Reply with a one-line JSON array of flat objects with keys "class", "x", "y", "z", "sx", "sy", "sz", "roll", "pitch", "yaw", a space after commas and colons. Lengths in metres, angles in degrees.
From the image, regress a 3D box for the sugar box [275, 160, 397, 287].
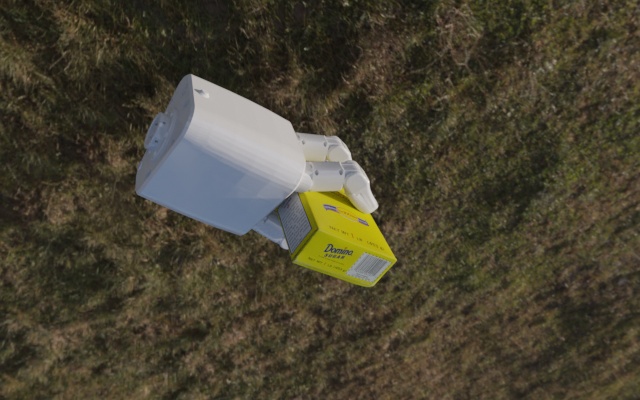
[{"class": "sugar box", "x": 0.000, "y": 0.001, "z": 0.473, "sx": 0.093, "sy": 0.048, "sz": 0.176, "roll": 24, "pitch": 27, "yaw": -32}]
